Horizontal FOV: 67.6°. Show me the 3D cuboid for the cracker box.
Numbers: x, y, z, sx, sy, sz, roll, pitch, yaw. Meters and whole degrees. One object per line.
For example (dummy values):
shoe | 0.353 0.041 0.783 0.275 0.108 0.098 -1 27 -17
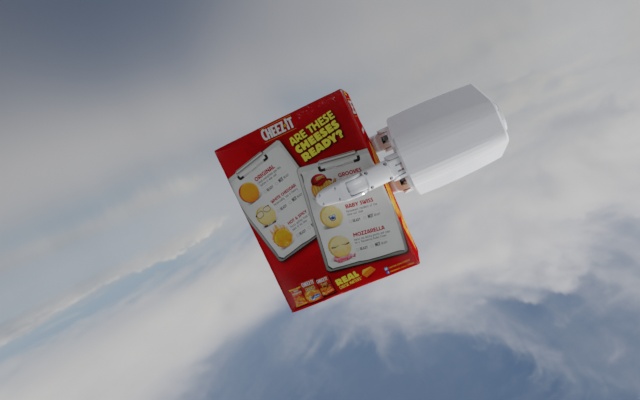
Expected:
cracker box | 0.000 0.002 0.566 0.164 0.214 0.072 -24 6 12
